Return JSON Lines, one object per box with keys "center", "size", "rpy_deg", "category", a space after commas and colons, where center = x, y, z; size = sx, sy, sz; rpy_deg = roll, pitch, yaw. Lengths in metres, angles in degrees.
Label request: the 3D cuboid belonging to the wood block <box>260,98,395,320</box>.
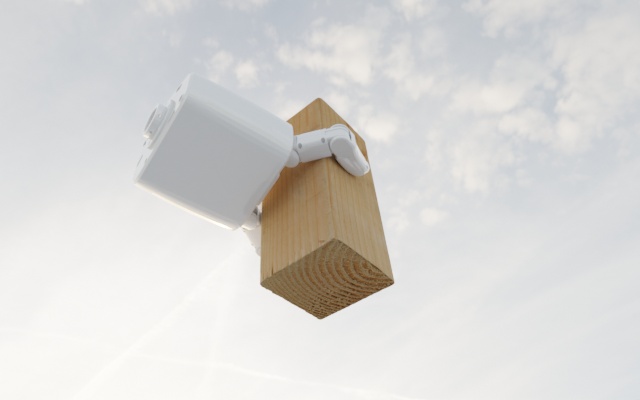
{"center": [0.000, 0.001, 0.493], "size": [0.091, 0.206, 0.090], "rpy_deg": [-32, -51, 25], "category": "wood block"}
